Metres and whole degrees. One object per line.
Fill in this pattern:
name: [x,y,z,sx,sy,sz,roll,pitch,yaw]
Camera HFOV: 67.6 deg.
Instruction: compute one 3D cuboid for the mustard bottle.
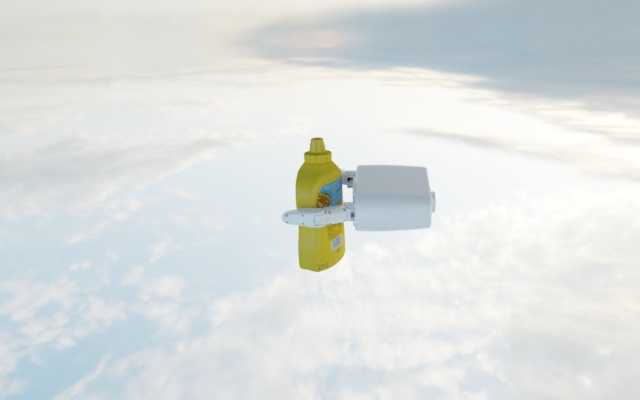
mustard bottle: [0.000,0.003,0.707,0.058,0.192,0.096,9,22,30]
